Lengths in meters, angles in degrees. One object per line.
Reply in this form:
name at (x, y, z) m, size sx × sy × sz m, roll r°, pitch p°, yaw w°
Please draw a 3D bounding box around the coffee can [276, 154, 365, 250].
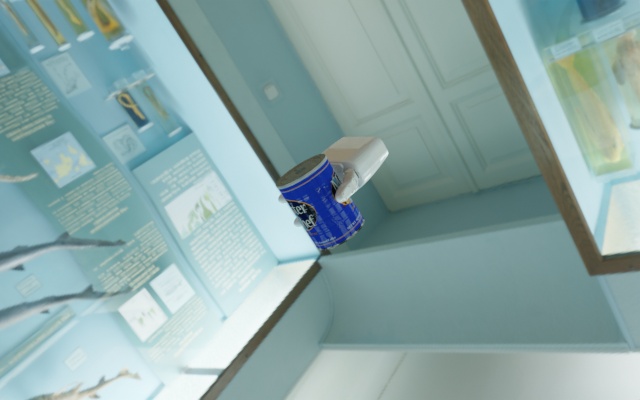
coffee can at (0.000, 0.003, 0.851) m, size 0.103 × 0.140 × 0.102 m, roll -29°, pitch 16°, yaw 9°
